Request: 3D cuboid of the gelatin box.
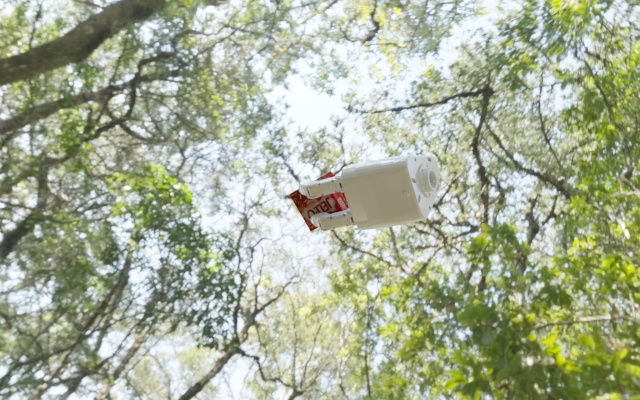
[{"bbox_3d":[0.000,0.002,0.777,0.089,0.073,0.030,-26,6,43],"label":"gelatin box"}]
